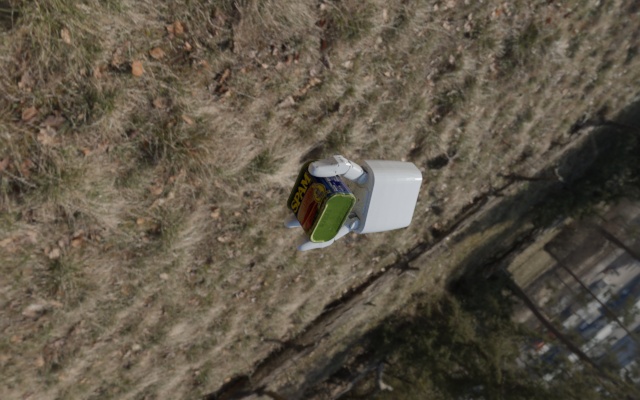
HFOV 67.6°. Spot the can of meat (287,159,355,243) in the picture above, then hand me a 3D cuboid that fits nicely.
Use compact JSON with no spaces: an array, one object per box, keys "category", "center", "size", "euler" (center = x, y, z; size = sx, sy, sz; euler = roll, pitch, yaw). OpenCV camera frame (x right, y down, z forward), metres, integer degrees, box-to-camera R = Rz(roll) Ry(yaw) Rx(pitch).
[{"category":"can of meat","center":[0.000,0.003,0.728],"size":[0.057,0.102,0.084],"euler":[0,40,-35]}]
